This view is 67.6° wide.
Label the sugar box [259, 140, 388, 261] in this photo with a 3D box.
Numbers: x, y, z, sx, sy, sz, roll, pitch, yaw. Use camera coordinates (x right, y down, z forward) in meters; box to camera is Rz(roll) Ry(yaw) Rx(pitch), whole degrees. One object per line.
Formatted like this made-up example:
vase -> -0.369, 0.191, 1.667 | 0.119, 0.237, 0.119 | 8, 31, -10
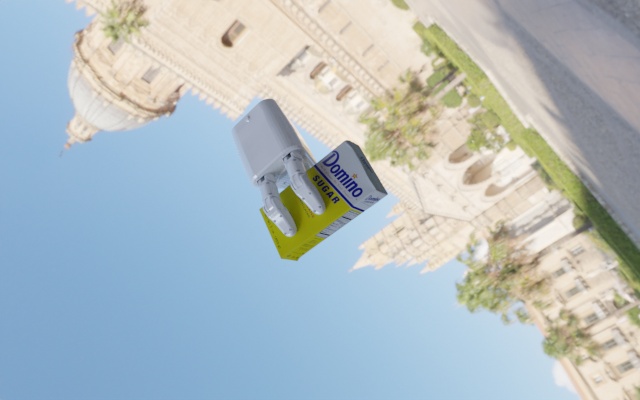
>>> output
sugar box -> 0.000, 0.002, 0.687 | 0.176, 0.093, 0.048 | -39, -28, 22
